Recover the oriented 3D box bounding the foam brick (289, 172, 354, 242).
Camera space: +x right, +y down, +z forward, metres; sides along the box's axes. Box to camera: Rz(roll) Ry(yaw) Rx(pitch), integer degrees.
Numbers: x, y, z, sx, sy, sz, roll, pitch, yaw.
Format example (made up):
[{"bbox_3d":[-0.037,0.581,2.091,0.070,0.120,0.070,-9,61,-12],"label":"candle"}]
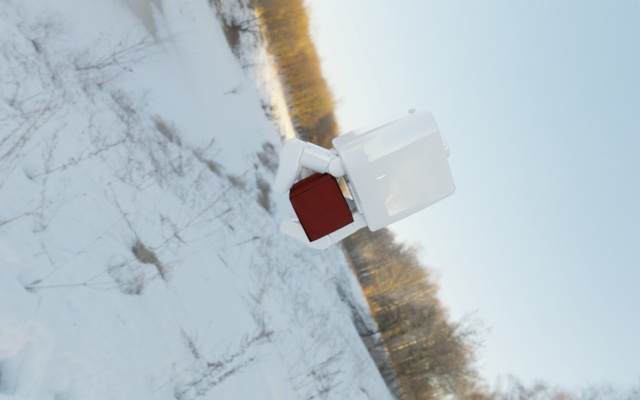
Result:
[{"bbox_3d":[0.000,0.002,0.516,0.051,0.053,0.078,-25,13,4],"label":"foam brick"}]
